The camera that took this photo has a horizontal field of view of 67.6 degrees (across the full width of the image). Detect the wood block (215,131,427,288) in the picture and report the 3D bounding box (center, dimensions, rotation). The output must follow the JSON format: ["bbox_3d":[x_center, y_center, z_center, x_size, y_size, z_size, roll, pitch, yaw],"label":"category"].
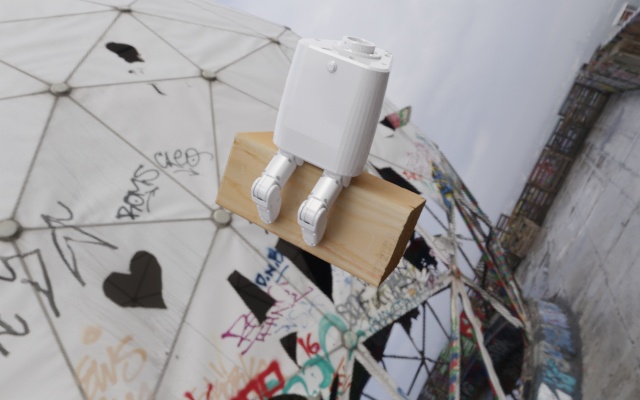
[{"bbox_3d":[0.000,0.001,0.537,0.206,0.090,0.091,26,18,18],"label":"wood block"}]
